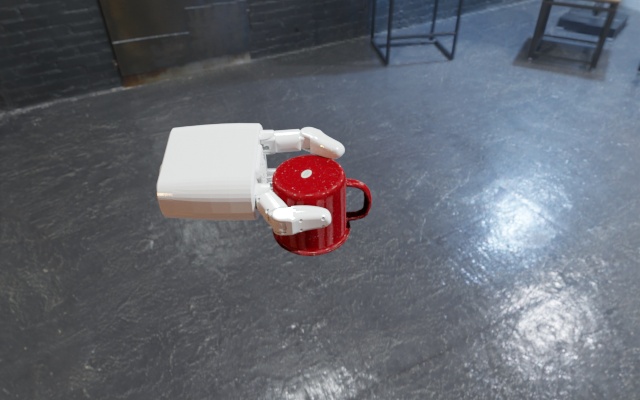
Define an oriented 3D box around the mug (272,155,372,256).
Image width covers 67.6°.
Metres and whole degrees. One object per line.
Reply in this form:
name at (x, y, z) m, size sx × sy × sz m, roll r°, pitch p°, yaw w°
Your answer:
mug at (0.002, 0.002, 0.545) m, size 0.117 × 0.082 × 0.093 m, roll -2°, pitch 39°, yaw 1°
